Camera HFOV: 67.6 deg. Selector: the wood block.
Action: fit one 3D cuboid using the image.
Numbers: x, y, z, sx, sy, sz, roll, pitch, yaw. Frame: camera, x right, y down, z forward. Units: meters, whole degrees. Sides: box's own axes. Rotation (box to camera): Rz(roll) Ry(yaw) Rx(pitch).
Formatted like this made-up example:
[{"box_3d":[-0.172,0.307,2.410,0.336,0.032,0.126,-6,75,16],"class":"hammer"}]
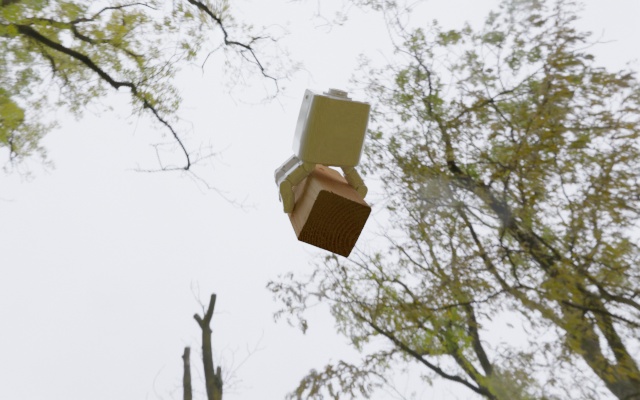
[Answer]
[{"box_3d":[0.001,0.002,0.803,0.091,0.090,0.206,21,14,-18],"class":"wood block"}]
